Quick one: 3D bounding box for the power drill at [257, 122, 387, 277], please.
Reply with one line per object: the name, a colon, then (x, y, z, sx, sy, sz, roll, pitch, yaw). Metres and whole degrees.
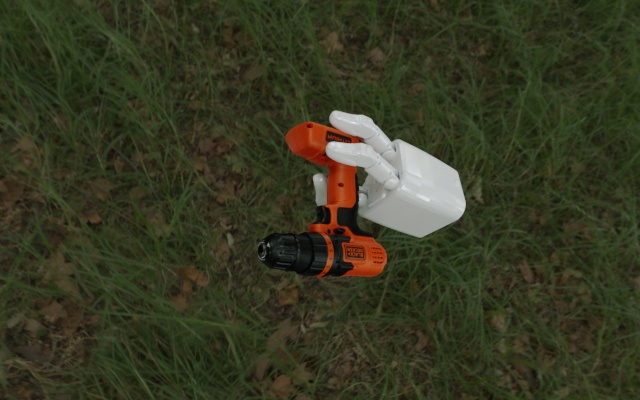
power drill: (0.000, 0.002, 0.591, 0.184, 0.187, 0.057, 11, -22, -41)
